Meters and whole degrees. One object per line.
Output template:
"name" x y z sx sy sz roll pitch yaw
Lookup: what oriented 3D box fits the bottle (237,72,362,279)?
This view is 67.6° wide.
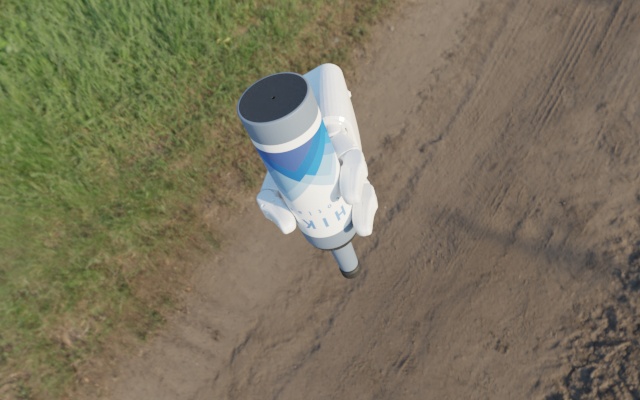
"bottle" 0.000 0.002 0.513 0.069 0.069 0.296 0 -37 20
